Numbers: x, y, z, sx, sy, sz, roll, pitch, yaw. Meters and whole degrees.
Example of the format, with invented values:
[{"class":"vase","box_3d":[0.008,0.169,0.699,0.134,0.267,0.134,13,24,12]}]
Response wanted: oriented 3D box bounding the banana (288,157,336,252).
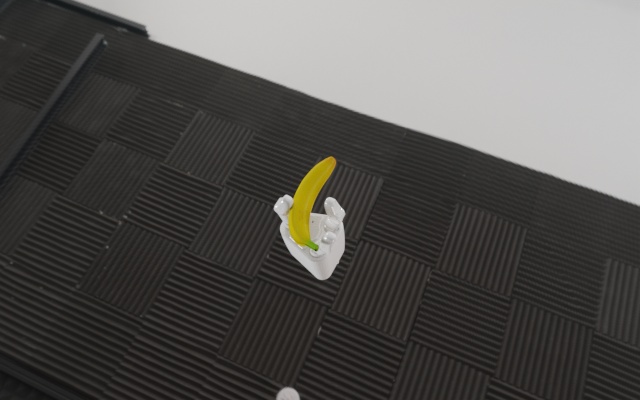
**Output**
[{"class":"banana","box_3d":[-0.018,0.005,0.847,0.069,0.197,0.037,1,-32,15]}]
